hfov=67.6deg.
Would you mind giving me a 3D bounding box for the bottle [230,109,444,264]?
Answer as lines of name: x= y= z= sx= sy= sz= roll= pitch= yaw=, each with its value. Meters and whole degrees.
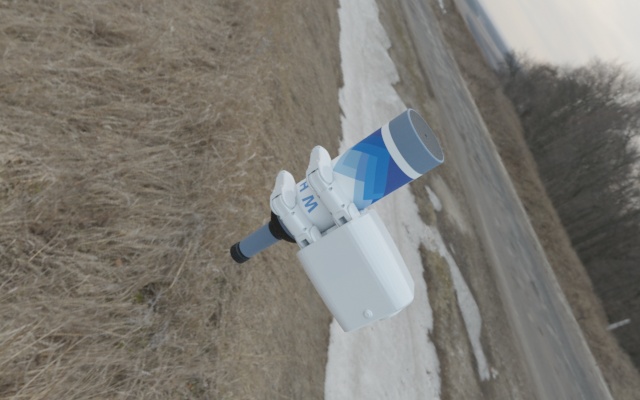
bottle: x=0.000 y=0.002 z=0.564 sx=0.296 sy=0.069 sz=0.069 roll=-32 pitch=-17 yaw=28
